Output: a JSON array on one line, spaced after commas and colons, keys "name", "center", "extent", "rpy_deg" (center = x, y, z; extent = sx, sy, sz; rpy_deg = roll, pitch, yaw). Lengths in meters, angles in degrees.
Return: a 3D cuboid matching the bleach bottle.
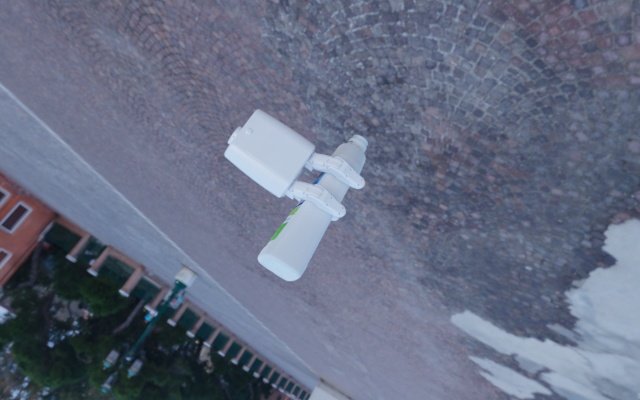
[{"name": "bleach bottle", "center": [0.000, 0.002, 0.749], "extent": [0.068, 0.250, 0.102], "rpy_deg": [35, -20, -6]}]
